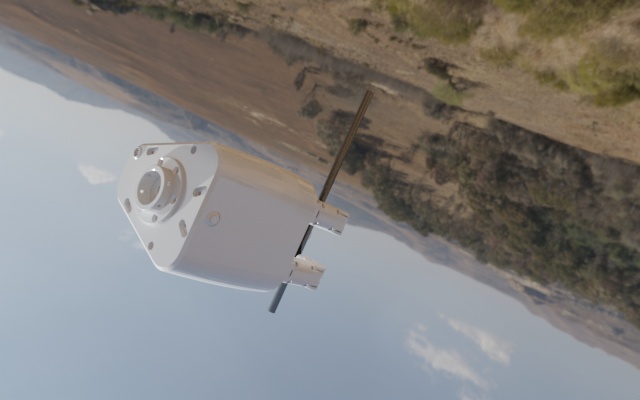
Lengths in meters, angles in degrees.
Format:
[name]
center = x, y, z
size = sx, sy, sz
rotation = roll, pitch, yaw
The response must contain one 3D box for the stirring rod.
[stirring rod]
center = 0.000, 0.001, 0.477
size = 0.011, 0.239, 0.011
rotation = 24, 1, 0
